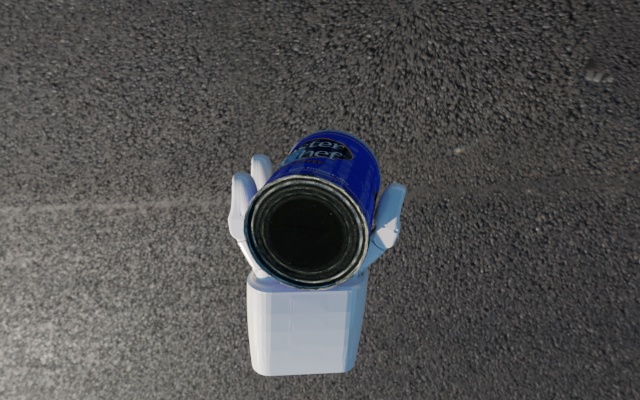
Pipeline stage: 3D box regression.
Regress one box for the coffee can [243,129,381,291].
[{"bbox_3d":[0.000,0.001,0.440,0.103,0.103,0.140,0,22,11],"label":"coffee can"}]
